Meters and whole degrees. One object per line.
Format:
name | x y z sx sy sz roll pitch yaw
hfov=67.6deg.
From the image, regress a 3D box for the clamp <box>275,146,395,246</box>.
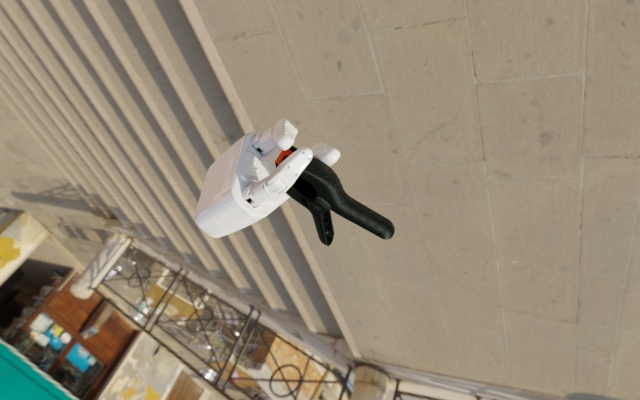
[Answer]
clamp | 0.000 0.002 0.601 0.171 0.039 0.120 44 -42 -19
